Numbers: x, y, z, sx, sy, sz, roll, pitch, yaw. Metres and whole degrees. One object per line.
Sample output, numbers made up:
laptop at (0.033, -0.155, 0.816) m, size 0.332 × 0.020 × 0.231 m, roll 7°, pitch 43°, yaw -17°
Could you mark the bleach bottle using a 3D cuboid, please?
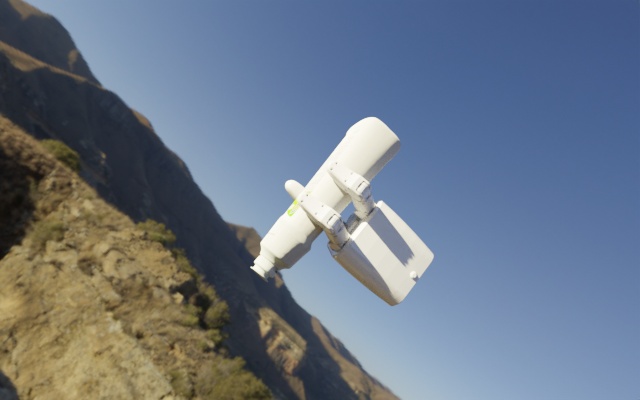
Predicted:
bleach bottle at (0.000, 0.002, 0.636) m, size 0.068 × 0.250 × 0.102 m, roll 43°, pitch -15°, yaw -8°
